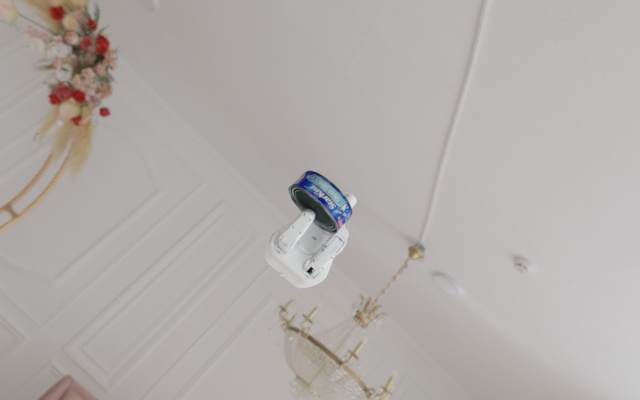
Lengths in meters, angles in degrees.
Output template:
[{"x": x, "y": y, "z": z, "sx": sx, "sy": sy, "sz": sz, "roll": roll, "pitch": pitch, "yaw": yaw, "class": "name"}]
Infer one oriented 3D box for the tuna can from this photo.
[{"x": 0.000, "y": 0.002, "z": 0.624, "sx": 0.033, "sy": 0.086, "sz": 0.086, "roll": -46, "pitch": 17, "yaw": -17, "class": "tuna can"}]
